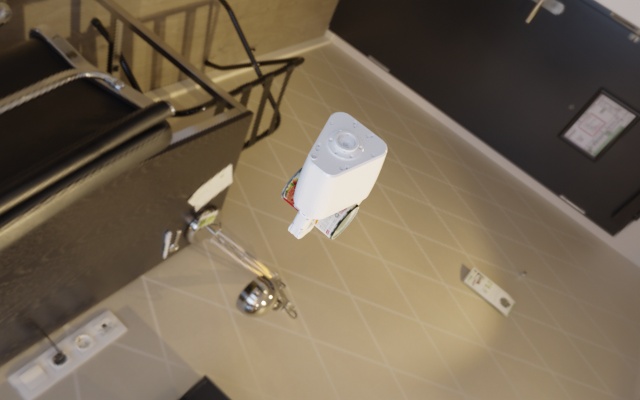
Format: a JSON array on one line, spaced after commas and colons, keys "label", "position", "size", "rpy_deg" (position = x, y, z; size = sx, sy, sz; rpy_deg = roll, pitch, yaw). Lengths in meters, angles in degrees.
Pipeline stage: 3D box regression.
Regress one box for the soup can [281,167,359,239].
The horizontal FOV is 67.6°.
[{"label": "soup can", "position": [0.000, 0.003, 0.730], "size": [0.102, 0.068, 0.068], "rpy_deg": [40, 10, 12]}]
